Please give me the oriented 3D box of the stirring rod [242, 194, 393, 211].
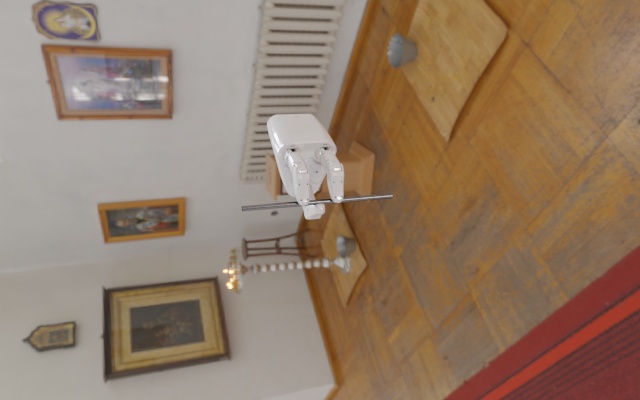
[{"bbox_3d":[0.000,0.002,0.732,0.239,0.011,0.011,-5,1,-18],"label":"stirring rod"}]
